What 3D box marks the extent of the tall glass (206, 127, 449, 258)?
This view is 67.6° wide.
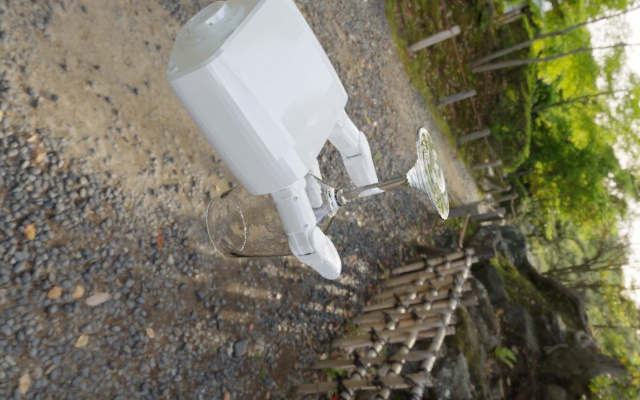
[{"bbox_3d":[0.001,0.001,0.409,0.201,0.079,0.079,-15,-6,24],"label":"tall glass"}]
